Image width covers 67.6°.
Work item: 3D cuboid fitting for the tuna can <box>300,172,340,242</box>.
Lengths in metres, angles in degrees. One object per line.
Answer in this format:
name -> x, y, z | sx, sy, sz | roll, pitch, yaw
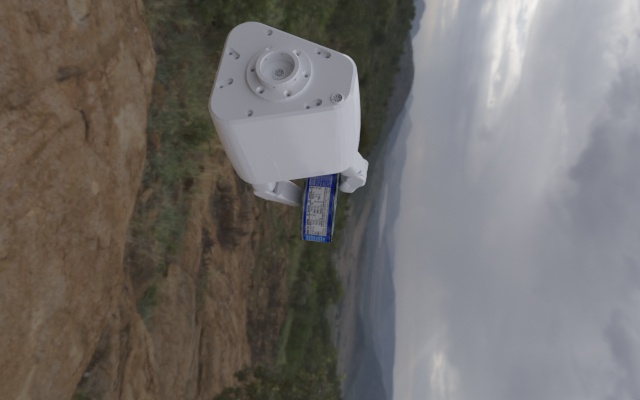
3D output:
tuna can -> 0.001, 0.002, 0.513 | 0.034, 0.086, 0.086 | 6, 0, 3
